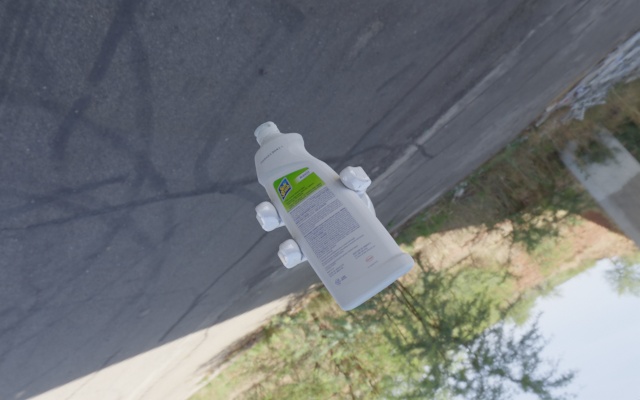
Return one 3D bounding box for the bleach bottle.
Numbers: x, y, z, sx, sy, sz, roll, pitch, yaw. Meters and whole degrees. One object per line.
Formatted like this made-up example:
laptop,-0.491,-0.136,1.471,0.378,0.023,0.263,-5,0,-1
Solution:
bleach bottle,0.000,0.002,0.580,0.102,0.250,0.068,-35,-18,5
